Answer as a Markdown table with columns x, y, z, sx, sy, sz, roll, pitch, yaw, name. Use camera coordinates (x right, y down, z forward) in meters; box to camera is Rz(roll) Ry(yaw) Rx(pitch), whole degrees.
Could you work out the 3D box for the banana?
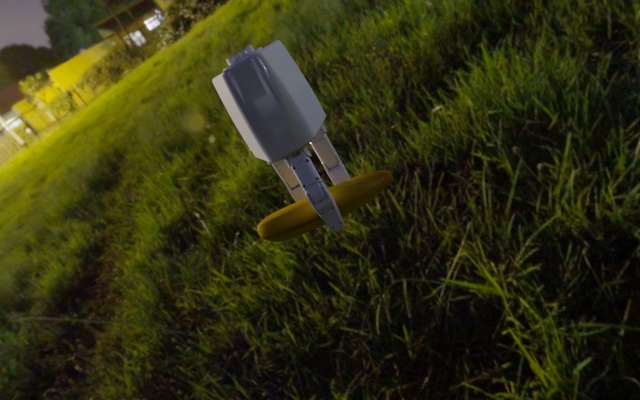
| x | y | z | sx | sy | sz | roll | pitch | yaw | name |
| --- | --- | --- | --- | --- | --- | --- | --- | --- | --- |
| -0.009 | 0.011 | 0.571 | 0.198 | 0.037 | 0.069 | -23 | 14 | 29 | banana |
